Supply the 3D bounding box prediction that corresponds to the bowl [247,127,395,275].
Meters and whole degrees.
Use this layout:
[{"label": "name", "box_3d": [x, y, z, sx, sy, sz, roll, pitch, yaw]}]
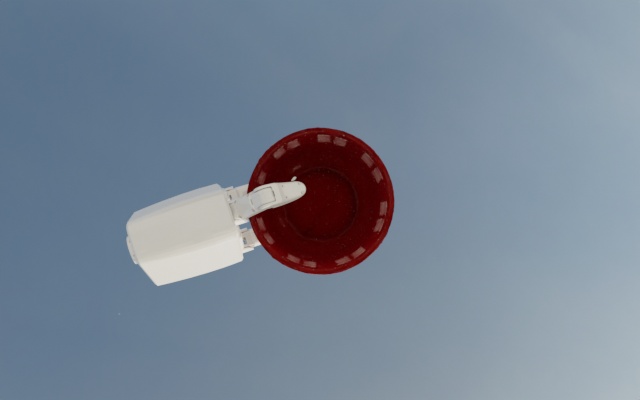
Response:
[{"label": "bowl", "box_3d": [0.001, 0.002, 0.545, 0.162, 0.162, 0.055, 0, -5, 1]}]
